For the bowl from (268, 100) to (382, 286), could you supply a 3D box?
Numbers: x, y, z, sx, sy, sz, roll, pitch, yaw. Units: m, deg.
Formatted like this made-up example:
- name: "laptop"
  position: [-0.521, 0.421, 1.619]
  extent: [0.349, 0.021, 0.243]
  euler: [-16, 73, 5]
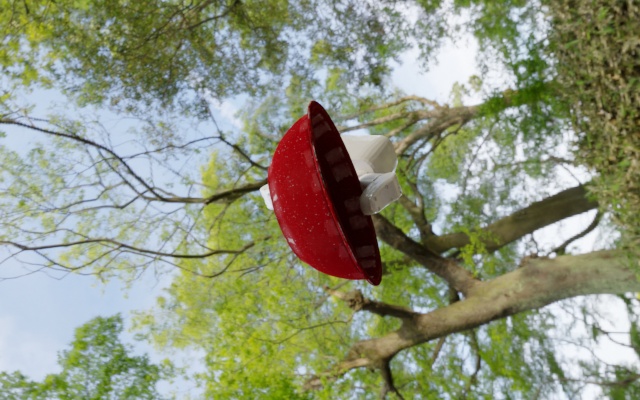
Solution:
- name: "bowl"
  position: [-0.001, 0.002, 0.403]
  extent: [0.055, 0.162, 0.162]
  euler: [-19, -4, 13]
